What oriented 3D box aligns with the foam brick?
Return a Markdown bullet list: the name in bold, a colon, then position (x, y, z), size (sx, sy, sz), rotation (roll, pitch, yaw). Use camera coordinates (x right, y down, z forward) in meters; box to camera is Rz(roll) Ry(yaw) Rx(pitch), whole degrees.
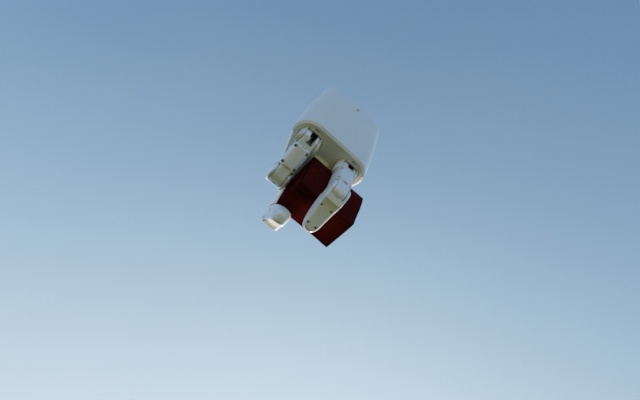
- **foam brick**: position (0.000, 0.002, 0.539), size (0.053, 0.078, 0.051), rotation (-41, 14, 37)
